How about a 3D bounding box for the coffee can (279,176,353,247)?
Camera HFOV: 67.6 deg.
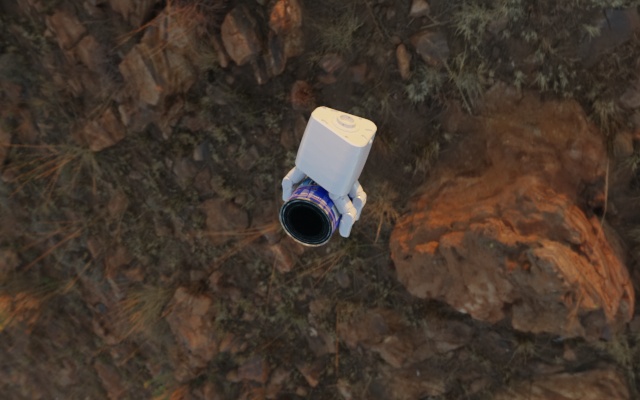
[{"bbox_3d":[0.000,0.003,0.882,0.103,0.103,0.140,0,32,26],"label":"coffee can"}]
